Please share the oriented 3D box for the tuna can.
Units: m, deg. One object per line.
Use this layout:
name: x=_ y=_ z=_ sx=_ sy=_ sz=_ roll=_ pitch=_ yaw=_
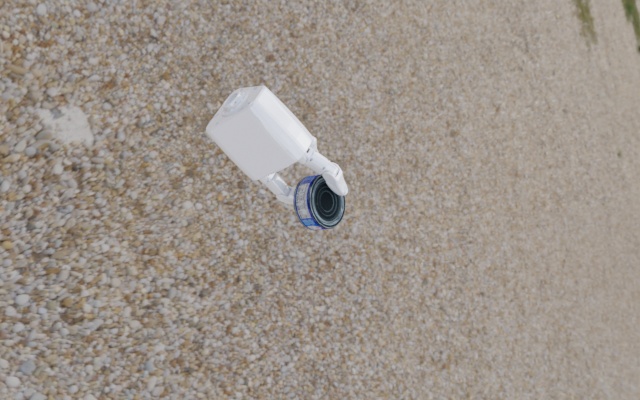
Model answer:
tuna can: x=0.001 y=0.002 z=0.732 sx=0.034 sy=0.086 sz=0.086 roll=-7 pitch=-5 yaw=41
